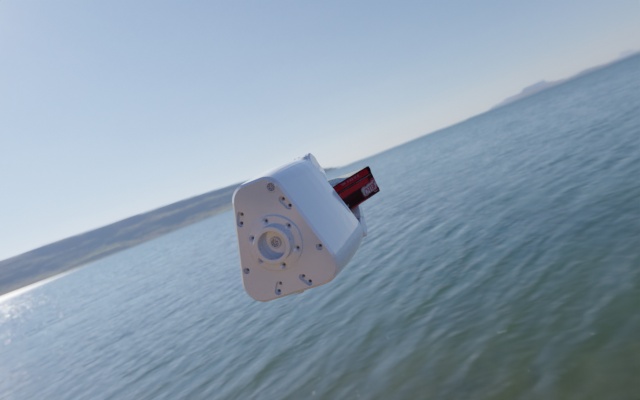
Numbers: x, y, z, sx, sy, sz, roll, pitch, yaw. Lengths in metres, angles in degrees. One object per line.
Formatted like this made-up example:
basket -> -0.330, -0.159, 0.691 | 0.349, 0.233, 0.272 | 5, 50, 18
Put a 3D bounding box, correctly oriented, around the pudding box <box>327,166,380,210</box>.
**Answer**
pudding box -> 0.000, 0.002, 0.565 | 0.113, 0.039, 0.090 | -15, 10, 45
